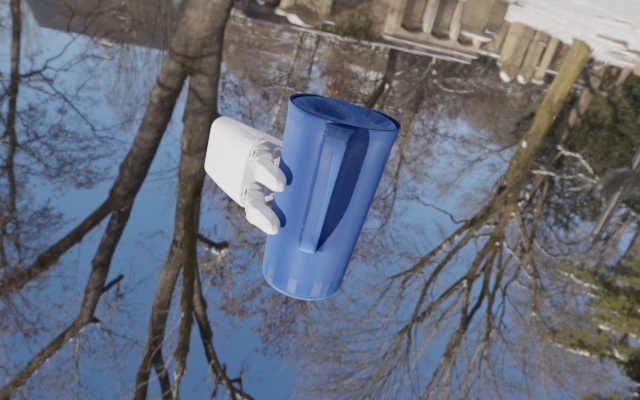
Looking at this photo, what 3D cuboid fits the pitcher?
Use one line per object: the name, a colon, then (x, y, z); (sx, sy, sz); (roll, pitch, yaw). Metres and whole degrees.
pitcher: (0.000, 0.002, 0.585); (0.149, 0.243, 0.145); (-6, 30, -42)
